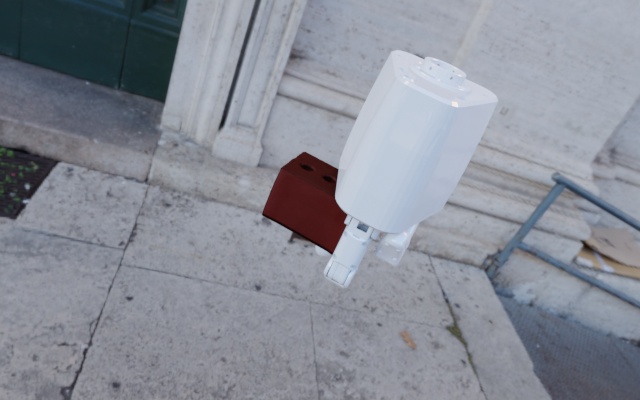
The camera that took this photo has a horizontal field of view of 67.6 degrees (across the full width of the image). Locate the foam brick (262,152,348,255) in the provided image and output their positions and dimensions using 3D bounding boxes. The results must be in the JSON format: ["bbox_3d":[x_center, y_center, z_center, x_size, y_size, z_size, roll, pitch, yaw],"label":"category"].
[{"bbox_3d":[0.000,0.001,0.415,0.078,0.051,0.053,28,30,10],"label":"foam brick"}]
